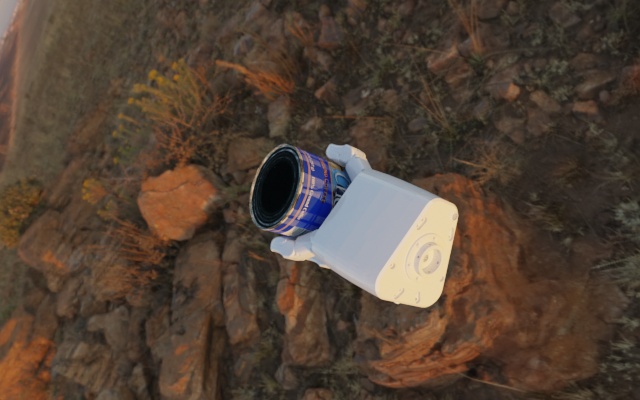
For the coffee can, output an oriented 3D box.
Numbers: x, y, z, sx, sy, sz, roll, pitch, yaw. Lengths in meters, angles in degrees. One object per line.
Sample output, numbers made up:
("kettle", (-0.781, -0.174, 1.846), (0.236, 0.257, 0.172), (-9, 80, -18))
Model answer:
("coffee can", (0.000, 0.002, 0.582), (0.140, 0.103, 0.103), (19, -11, -37))
